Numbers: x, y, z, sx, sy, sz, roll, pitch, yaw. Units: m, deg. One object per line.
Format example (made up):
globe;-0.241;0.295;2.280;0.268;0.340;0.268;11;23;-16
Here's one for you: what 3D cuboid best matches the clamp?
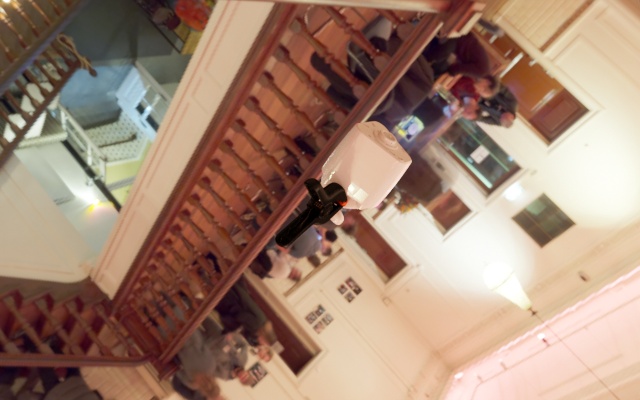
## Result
clamp;0.001;0.003;0.761;0.039;0.120;0.171;40;33;13
